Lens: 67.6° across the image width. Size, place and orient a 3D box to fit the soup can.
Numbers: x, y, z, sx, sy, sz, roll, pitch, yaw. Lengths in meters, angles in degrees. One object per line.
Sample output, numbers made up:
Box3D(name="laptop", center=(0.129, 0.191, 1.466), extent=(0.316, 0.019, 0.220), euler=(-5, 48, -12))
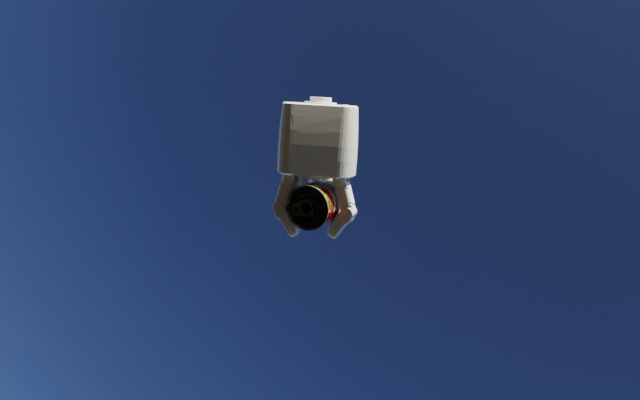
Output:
Box3D(name="soup can", center=(0.000, 0.003, 0.742), extent=(0.068, 0.068, 0.102), euler=(0, 10, 24))
